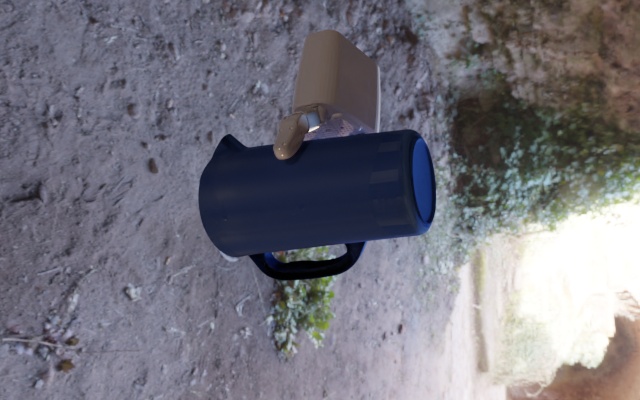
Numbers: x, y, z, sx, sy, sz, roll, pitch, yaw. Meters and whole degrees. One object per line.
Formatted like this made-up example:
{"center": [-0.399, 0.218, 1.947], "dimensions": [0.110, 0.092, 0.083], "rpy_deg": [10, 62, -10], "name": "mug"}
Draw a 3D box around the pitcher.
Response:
{"center": [0.000, 0.002, 0.535], "dimensions": [0.243, 0.145, 0.149], "rpy_deg": [-6, -26, 27], "name": "pitcher"}
